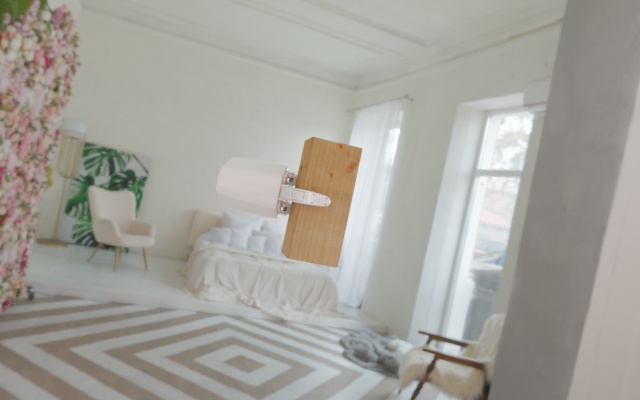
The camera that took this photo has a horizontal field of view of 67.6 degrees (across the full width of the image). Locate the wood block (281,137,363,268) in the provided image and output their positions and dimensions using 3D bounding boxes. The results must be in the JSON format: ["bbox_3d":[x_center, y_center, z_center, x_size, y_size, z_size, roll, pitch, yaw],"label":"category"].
[{"bbox_3d":[0.000,0.003,0.833,0.090,0.206,0.091,12,0,-12],"label":"wood block"}]
